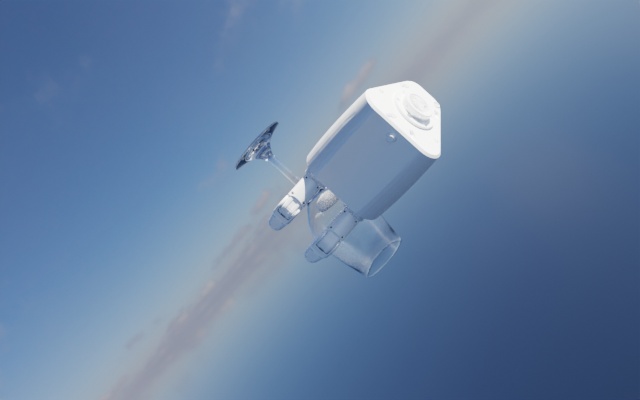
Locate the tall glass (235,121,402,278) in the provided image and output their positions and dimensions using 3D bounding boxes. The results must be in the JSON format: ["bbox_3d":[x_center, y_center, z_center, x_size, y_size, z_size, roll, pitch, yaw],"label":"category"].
[{"bbox_3d":[0.000,0.001,0.558,0.201,0.079,0.079,42,-2,-2],"label":"tall glass"}]
